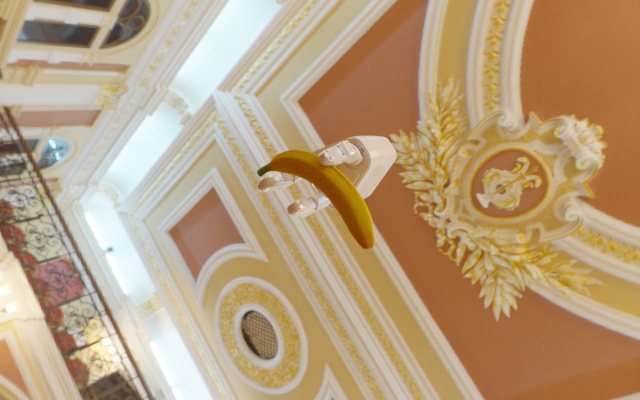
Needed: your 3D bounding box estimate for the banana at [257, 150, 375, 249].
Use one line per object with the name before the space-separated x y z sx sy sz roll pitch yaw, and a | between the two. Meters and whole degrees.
banana | 0.005 -0.015 0.641 0.197 0.070 0.037 35 23 21
